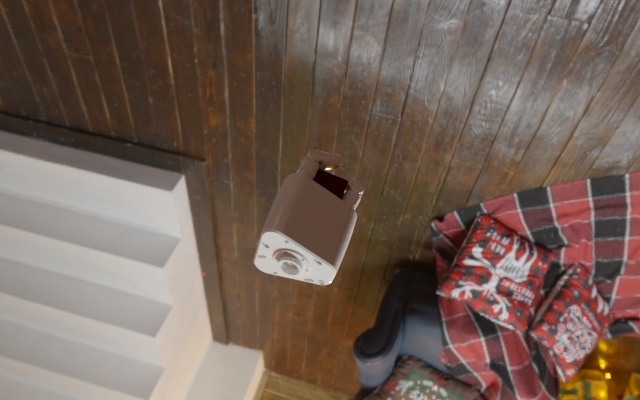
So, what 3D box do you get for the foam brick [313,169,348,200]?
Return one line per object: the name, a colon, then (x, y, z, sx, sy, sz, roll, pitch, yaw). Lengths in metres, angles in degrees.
foam brick: (0.000, 0.002, 0.700, 0.053, 0.051, 0.078, 23, -43, 1)
